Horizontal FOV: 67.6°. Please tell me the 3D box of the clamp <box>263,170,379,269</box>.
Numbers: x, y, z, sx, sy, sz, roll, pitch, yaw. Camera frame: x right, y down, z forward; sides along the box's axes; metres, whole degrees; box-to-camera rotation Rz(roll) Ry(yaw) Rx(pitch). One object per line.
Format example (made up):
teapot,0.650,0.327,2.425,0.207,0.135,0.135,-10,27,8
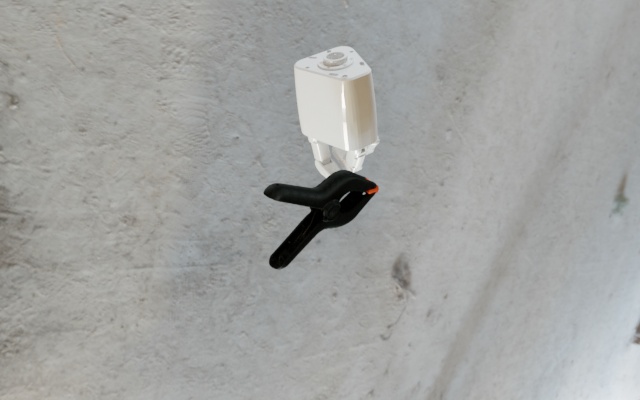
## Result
clamp,0.001,0.002,0.585,0.171,0.120,0.039,-34,53,-26
